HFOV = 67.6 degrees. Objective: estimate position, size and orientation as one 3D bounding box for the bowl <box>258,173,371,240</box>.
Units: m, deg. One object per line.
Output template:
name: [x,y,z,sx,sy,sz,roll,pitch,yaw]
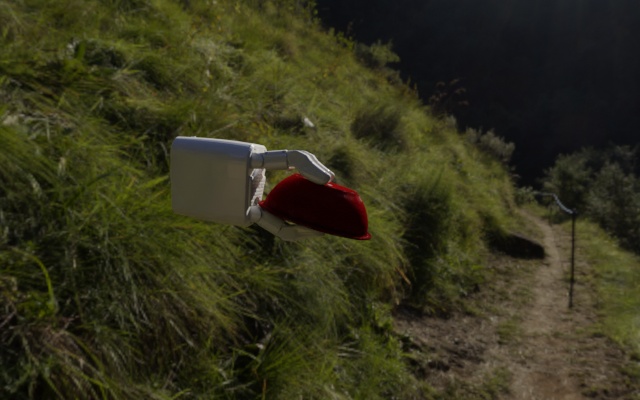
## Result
bowl: [0.002,0.002,0.651,0.162,0.055,0.162,17,6,-2]
